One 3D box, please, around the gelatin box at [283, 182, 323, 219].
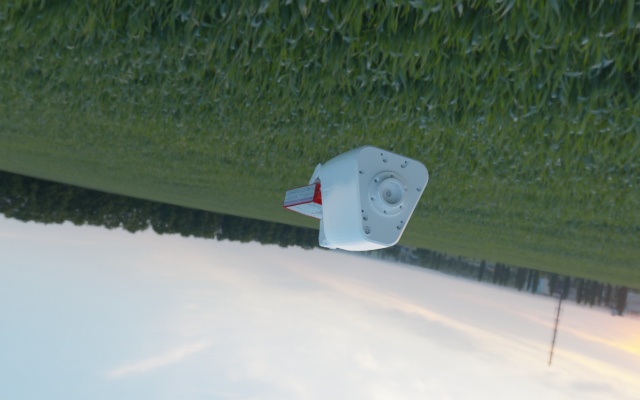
[{"bbox_3d":[0.000,0.003,0.681,0.073,0.030,0.089,18,-16,-30],"label":"gelatin box"}]
